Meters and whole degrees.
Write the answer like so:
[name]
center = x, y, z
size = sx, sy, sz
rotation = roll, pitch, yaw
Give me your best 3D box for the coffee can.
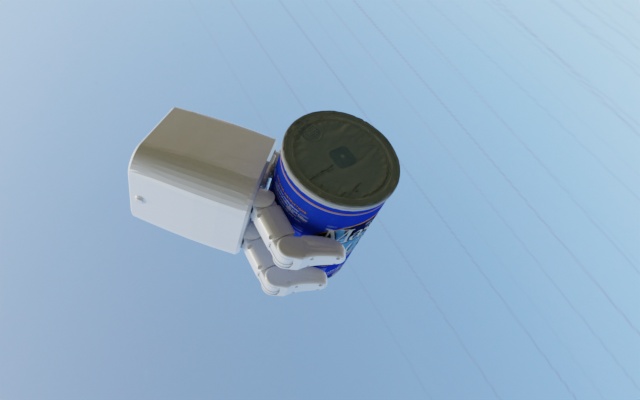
[coffee can]
center = 0.000, 0.001, 0.448
size = 0.103, 0.102, 0.140
rotation = 0, -34, -19
